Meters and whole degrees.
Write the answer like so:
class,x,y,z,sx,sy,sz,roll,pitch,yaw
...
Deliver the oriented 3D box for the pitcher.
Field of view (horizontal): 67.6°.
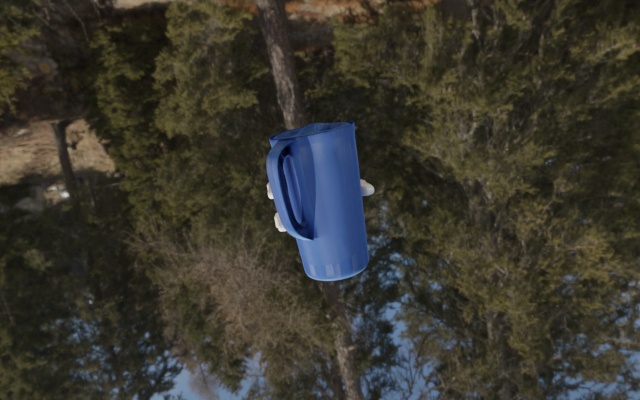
class,x,y,z,sx,sy,sz,roll,pitch,yaw
pitcher,0.000,0.002,0.755,0.149,0.243,0.145,-13,14,-7
